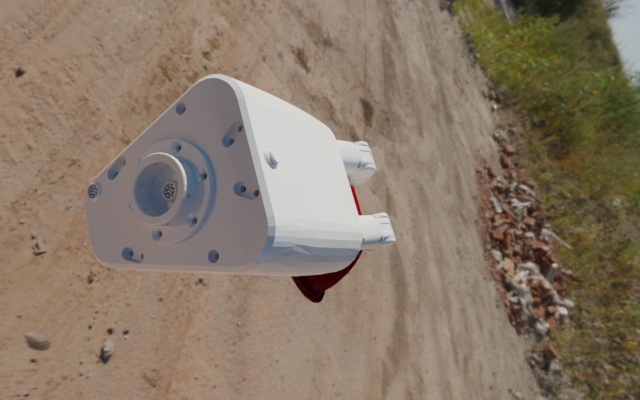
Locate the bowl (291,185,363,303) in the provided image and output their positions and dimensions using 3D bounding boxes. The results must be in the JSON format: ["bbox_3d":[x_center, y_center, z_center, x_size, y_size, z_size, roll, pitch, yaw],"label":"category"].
[{"bbox_3d":[0.001,0.001,0.408,0.055,0.162,0.162,-17,-3,9],"label":"bowl"}]
